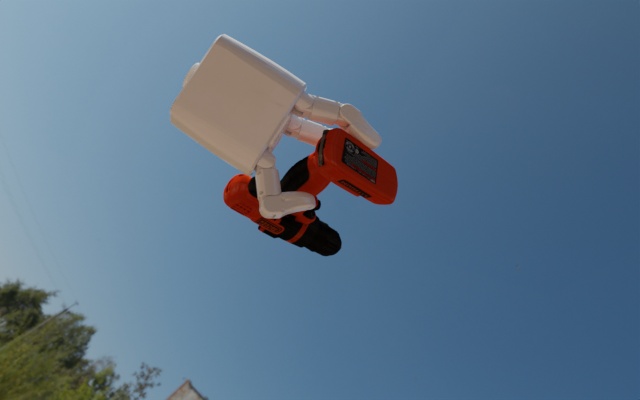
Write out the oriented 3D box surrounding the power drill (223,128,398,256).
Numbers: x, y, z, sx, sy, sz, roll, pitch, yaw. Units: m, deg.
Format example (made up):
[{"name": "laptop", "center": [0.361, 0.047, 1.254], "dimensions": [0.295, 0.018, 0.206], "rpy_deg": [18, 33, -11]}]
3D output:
[{"name": "power drill", "center": [0.000, 0.002, 0.581], "dimensions": [0.184, 0.057, 0.188], "rpy_deg": [30, -41, -30]}]
